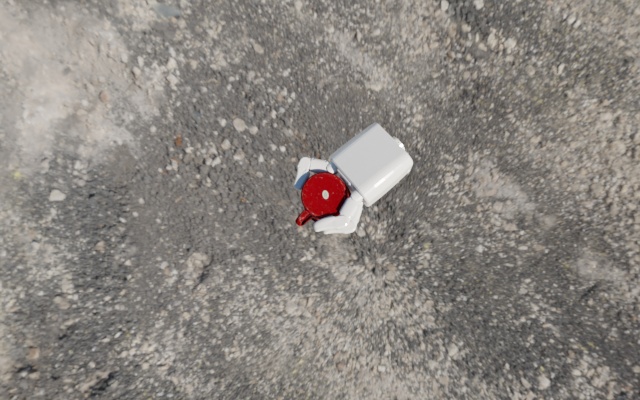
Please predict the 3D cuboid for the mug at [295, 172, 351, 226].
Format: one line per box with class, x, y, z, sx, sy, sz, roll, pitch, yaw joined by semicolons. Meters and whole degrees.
mug;-0.001;0.004;0.862;0.117;0.093;0.081;-40;-10;-1
